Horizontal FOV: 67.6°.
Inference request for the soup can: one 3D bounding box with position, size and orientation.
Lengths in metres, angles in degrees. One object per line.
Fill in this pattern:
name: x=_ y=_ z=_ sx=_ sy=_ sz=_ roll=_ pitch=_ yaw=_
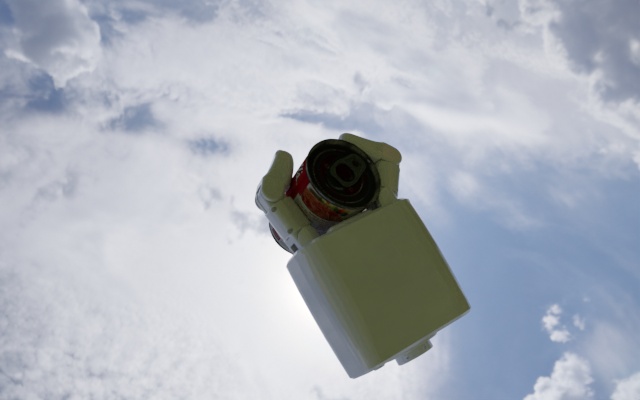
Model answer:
soup can: x=0.000 y=0.001 z=0.430 sx=0.068 sy=0.068 sz=0.102 roll=0 pitch=-29 yaw=-27
